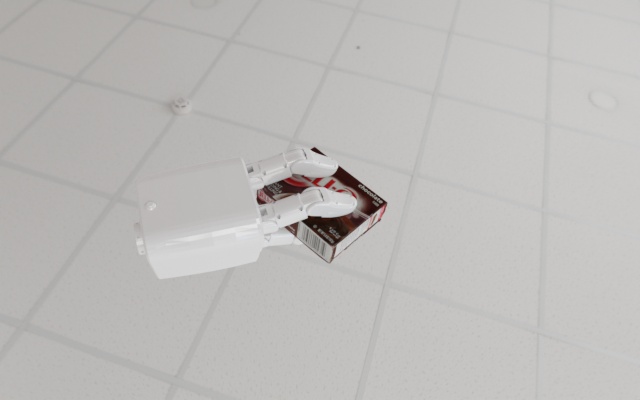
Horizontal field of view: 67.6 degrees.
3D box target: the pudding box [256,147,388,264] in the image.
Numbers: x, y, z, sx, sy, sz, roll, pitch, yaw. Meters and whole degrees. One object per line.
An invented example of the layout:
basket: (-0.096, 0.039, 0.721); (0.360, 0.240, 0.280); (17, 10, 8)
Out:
pudding box: (0.000, 0.002, 0.515); (0.090, 0.113, 0.039); (-37, -23, -32)
